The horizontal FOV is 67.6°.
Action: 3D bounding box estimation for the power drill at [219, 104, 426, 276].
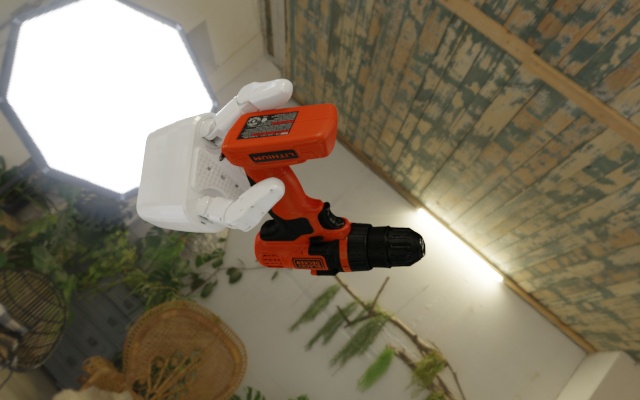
[{"bbox_3d":[0.000,0.001,0.460,0.184,0.188,0.057,-3,41,18],"label":"power drill"}]
